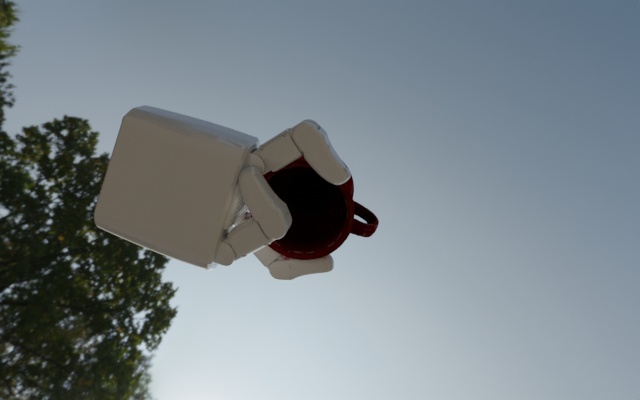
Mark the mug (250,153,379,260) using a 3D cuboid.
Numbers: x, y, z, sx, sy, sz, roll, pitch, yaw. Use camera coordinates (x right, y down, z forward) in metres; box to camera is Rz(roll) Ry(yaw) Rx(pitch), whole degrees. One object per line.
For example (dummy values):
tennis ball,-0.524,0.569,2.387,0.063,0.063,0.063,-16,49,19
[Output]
mug,0.001,0.002,0.453,0.117,0.093,0.081,20,20,2
